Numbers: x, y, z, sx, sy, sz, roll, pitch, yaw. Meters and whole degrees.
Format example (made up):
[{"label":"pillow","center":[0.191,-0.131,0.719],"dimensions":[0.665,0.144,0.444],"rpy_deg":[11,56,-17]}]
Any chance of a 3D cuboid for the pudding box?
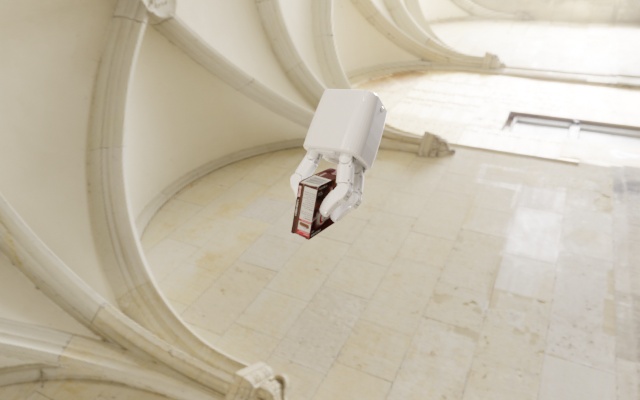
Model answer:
[{"label":"pudding box","center":[0.000,0.002,0.772],"dimensions":[0.039,0.090,0.113],"rpy_deg":[19,22,25]}]
